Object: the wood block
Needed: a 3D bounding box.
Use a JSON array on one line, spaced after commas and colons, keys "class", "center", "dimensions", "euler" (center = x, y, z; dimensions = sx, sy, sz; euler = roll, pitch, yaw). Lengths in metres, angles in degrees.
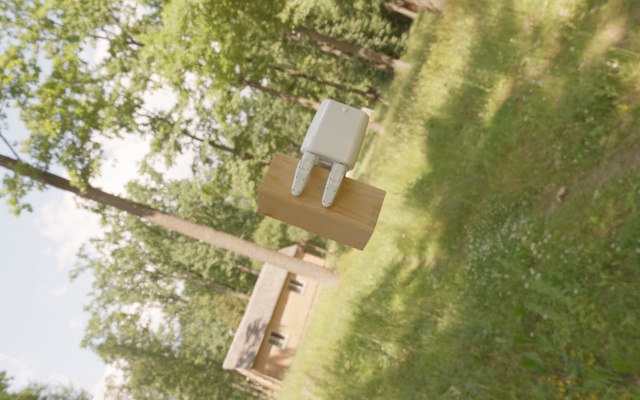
[{"class": "wood block", "center": [0.000, 0.003, 0.855], "dimensions": [0.206, 0.090, 0.091], "euler": [20, -27, 2]}]
